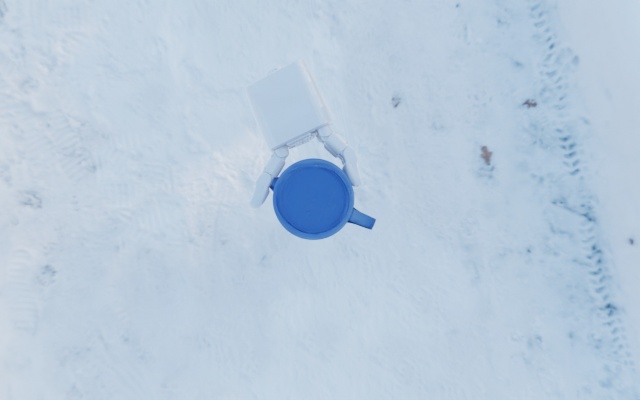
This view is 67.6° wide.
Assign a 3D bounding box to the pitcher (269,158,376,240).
[{"bbox_3d":[0.000,0.002,0.736,0.149,0.145,0.243,-21,0,-1],"label":"pitcher"}]
